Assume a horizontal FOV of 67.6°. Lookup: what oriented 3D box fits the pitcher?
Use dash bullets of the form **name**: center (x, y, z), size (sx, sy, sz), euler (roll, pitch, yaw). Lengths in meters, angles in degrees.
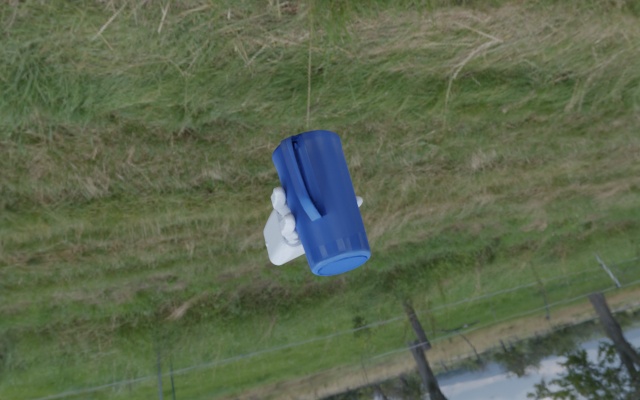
- **pitcher**: center (0.000, 0.003, 0.851), size (0.149, 0.242, 0.145), euler (-5, -25, -27)
